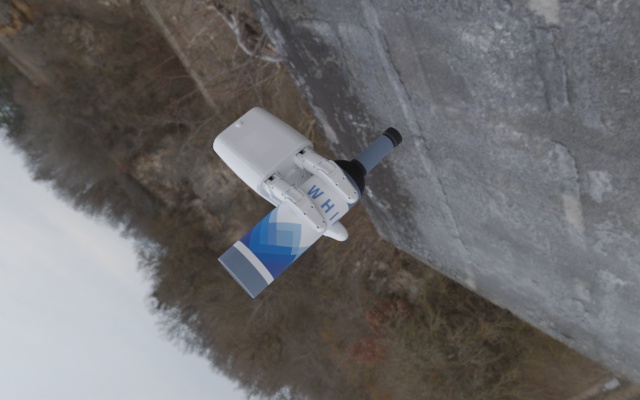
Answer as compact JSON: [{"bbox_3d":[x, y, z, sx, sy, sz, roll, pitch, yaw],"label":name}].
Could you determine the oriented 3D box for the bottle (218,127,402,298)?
[{"bbox_3d":[0.000,0.002,0.631,0.295,0.069,0.069,-42,14,-16],"label":"bottle"}]
